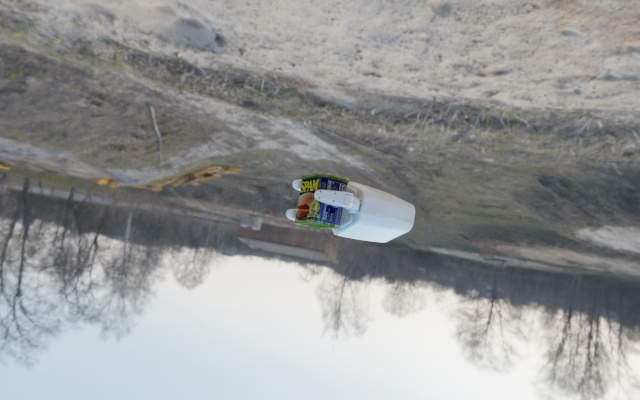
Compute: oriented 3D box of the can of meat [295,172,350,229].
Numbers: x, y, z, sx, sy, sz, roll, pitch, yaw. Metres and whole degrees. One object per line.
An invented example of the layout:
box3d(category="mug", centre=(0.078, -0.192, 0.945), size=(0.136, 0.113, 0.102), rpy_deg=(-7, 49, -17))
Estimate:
box3d(category="can of meat", centre=(0.000, 0.003, 0.803), size=(0.057, 0.084, 0.102), rpy_deg=(13, -8, -25))
